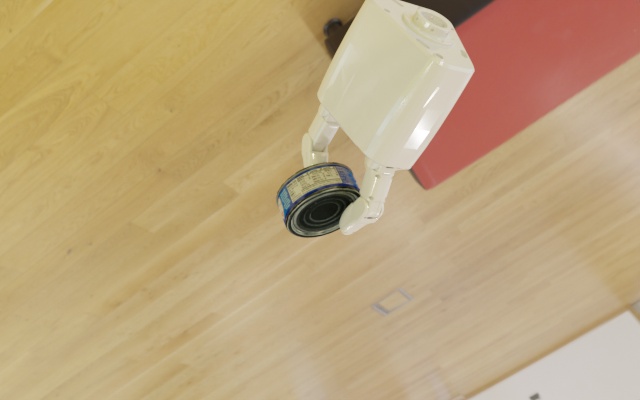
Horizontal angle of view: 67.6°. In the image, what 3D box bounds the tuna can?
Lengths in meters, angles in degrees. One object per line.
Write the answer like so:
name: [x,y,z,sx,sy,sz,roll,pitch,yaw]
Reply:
tuna can: [0.000,0.002,0.489,0.086,0.033,0.086,-16,-33,-11]
